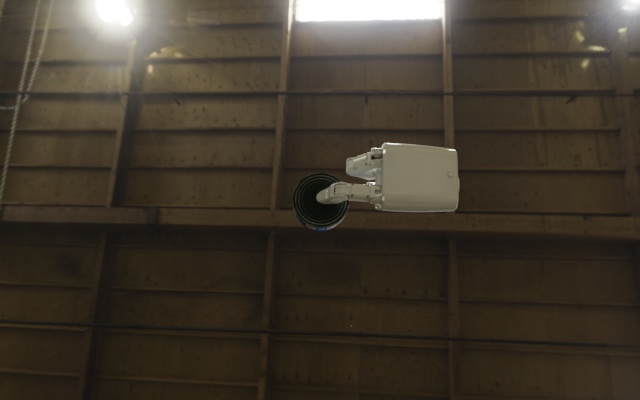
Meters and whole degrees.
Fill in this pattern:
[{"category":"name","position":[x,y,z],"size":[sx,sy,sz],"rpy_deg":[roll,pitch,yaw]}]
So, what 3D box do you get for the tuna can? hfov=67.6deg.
[{"category":"tuna can","position":[0.000,0.003,0.723],"size":[0.086,0.086,0.034],"rpy_deg":[0,-14,-2]}]
